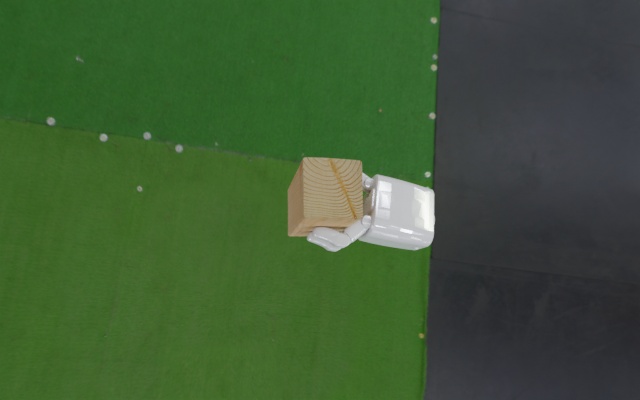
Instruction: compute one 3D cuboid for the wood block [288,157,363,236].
[{"bbox_3d":[0.001,0.002,0.786,0.090,0.090,0.206,2,-12,-10],"label":"wood block"}]
